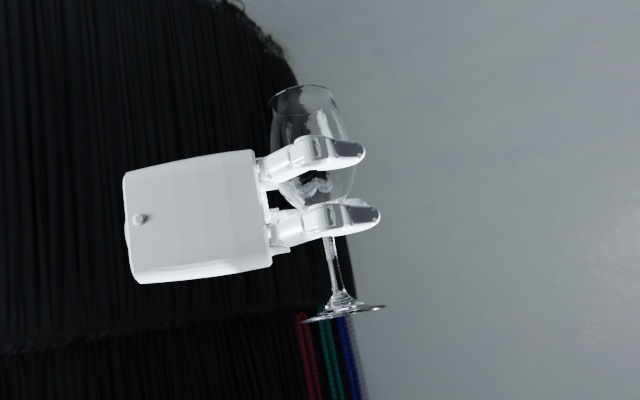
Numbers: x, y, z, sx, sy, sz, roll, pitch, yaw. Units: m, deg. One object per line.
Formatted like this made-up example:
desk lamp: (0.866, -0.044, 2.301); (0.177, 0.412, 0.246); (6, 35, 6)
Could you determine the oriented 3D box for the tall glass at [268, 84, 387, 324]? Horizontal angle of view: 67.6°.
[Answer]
tall glass: (0.000, 0.002, 0.423); (0.079, 0.201, 0.079); (-10, -14, -3)
